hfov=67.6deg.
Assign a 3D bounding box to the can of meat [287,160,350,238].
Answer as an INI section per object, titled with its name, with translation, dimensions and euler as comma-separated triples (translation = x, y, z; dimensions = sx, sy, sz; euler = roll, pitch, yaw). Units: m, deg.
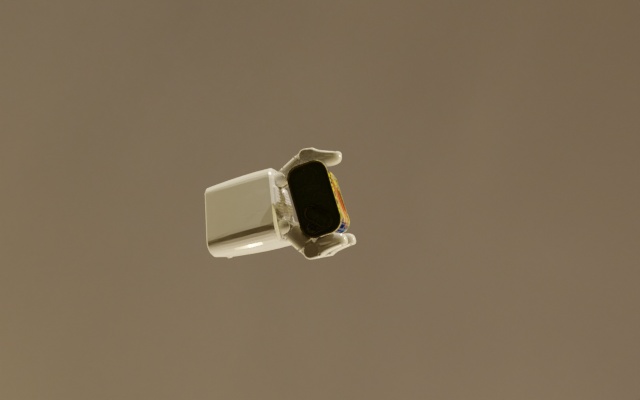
[can of meat]
translation = 0.000, 0.002, 0.672
dimensions = 0.057, 0.102, 0.084
euler = -18, -10, 11
